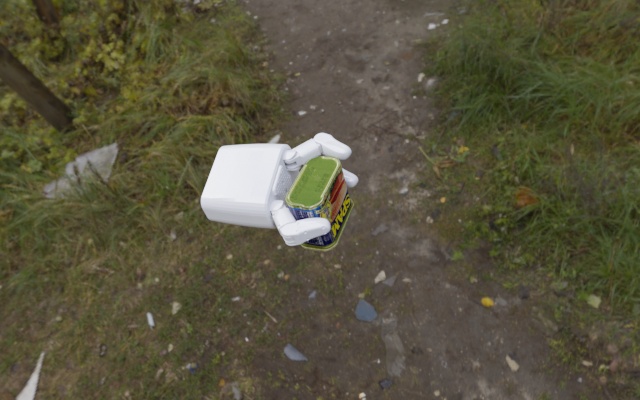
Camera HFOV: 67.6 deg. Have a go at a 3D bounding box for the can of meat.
[{"bbox_3d":[0.000,0.002,0.644,0.057,0.102,0.084,7,-42,24],"label":"can of meat"}]
